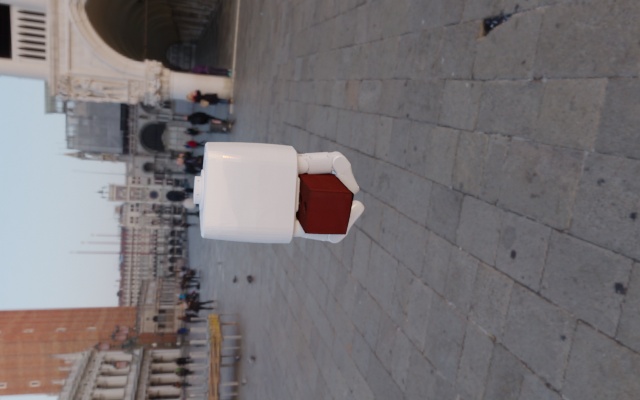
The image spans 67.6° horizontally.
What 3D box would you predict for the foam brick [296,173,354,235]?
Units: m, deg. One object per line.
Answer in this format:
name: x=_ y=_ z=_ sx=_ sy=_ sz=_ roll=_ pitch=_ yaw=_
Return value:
foam brick: x=0.000 y=0.002 z=0.565 sx=0.051 sy=0.053 sz=0.078 roll=3 pitch=19 yaw=-17
